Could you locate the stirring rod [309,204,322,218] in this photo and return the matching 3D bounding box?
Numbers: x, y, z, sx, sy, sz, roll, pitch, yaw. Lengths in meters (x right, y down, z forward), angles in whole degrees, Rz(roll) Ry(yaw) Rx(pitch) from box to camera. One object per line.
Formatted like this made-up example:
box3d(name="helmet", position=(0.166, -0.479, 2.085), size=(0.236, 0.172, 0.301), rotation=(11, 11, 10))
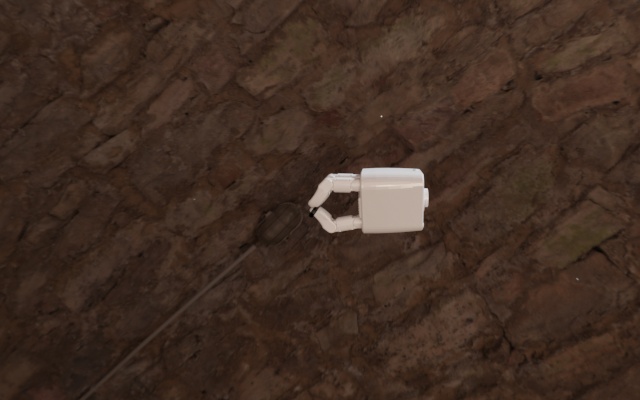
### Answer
box3d(name="stirring rod", position=(0.000, 0.003, 0.887), size=(0.011, 0.011, 0.239), rotation=(0, 10, 7))
